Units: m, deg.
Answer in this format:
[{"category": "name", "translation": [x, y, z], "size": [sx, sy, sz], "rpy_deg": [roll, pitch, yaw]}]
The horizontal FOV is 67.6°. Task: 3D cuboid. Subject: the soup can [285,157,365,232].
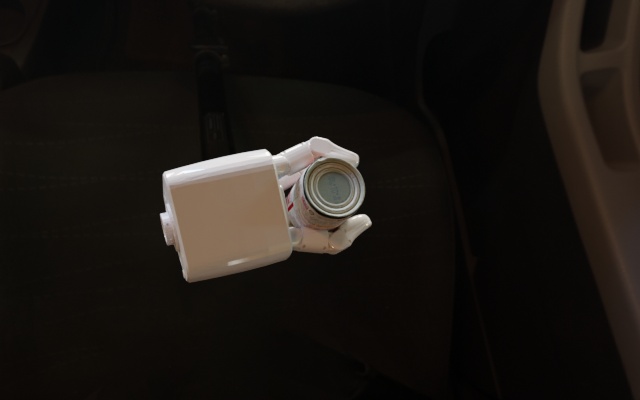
[{"category": "soup can", "translation": [0.001, 0.002, 0.523], "size": [0.068, 0.068, 0.102], "rpy_deg": [0, -18, -17]}]
